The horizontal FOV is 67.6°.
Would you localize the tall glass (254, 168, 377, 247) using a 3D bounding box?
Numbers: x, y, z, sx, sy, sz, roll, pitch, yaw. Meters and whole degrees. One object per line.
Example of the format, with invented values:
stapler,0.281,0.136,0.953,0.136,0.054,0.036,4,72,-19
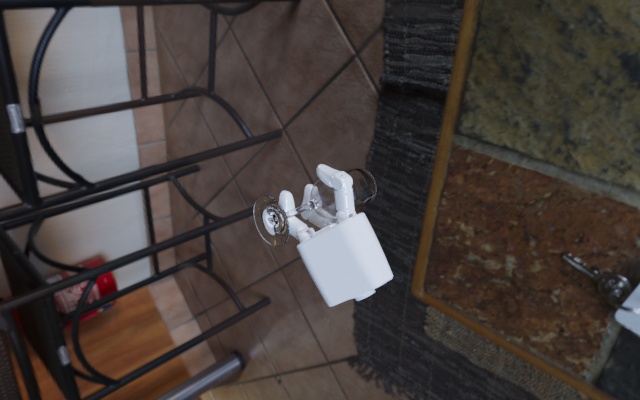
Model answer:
tall glass,0.000,0.002,0.725,0.201,0.079,0.079,-22,15,-42
